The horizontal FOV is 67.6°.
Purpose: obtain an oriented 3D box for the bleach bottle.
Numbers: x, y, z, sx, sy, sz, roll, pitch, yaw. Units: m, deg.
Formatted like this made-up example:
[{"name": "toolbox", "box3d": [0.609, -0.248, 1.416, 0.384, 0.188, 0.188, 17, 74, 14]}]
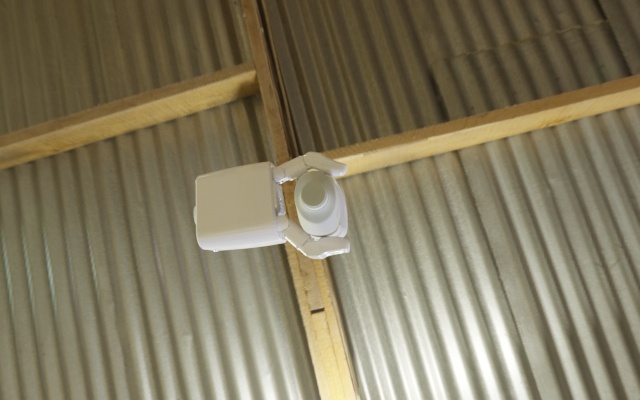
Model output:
[{"name": "bleach bottle", "box3d": [0.000, 0.002, 0.656, 0.068, 0.102, 0.251, -9, -9, 3]}]
